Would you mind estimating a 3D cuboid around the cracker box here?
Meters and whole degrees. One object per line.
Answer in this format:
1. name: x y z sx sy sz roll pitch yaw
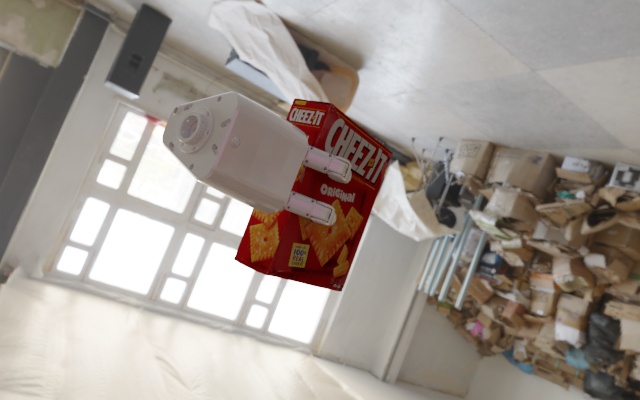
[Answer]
1. cracker box: 0.000 0.002 0.621 0.072 0.213 0.164 17 -6 38
